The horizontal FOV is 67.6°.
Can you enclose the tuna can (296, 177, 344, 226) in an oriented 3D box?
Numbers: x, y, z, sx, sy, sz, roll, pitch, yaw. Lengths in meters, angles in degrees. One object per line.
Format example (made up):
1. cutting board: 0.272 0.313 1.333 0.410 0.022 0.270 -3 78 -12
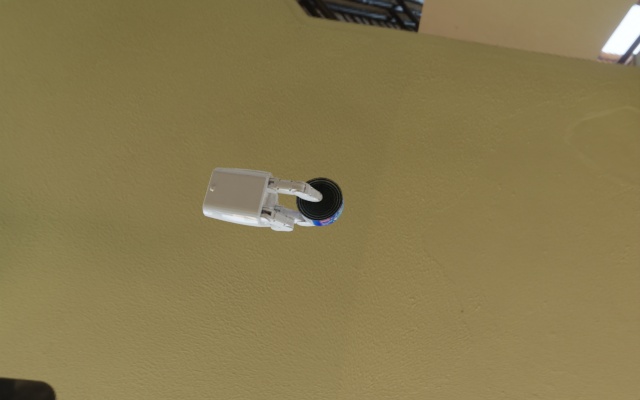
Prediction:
1. tuna can: 0.000 0.003 0.877 0.086 0.086 0.034 0 -23 10
